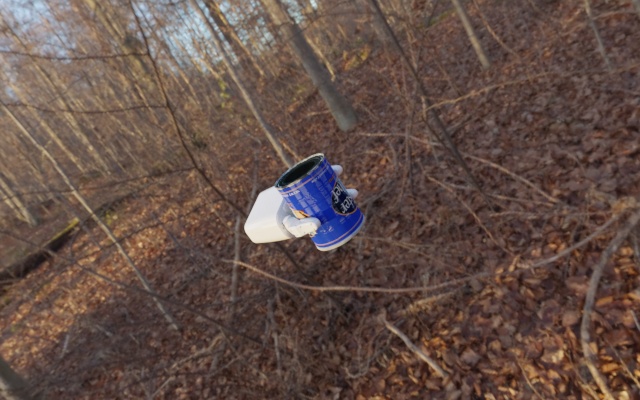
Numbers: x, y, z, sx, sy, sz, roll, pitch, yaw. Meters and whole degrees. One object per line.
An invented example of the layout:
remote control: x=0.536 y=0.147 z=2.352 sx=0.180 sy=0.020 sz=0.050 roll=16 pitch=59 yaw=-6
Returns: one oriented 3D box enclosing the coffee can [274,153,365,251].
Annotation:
coffee can: x=0.000 y=0.003 z=0.842 sx=0.103 sy=0.140 sz=0.102 roll=-30 pitch=19 yaw=11
